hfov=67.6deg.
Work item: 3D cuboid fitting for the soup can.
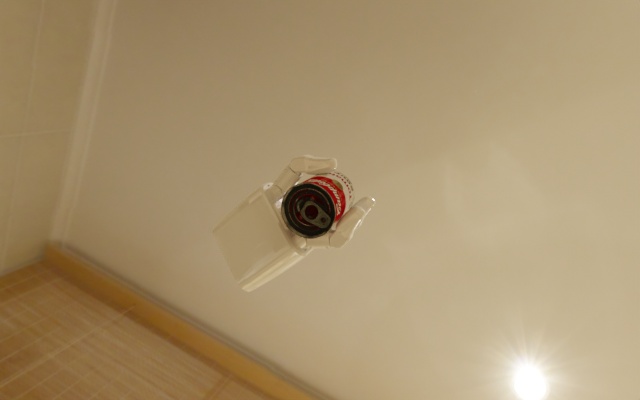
[{"bbox_3d":[0.000,0.002,0.605,0.068,0.068,0.102,0,12,18],"label":"soup can"}]
